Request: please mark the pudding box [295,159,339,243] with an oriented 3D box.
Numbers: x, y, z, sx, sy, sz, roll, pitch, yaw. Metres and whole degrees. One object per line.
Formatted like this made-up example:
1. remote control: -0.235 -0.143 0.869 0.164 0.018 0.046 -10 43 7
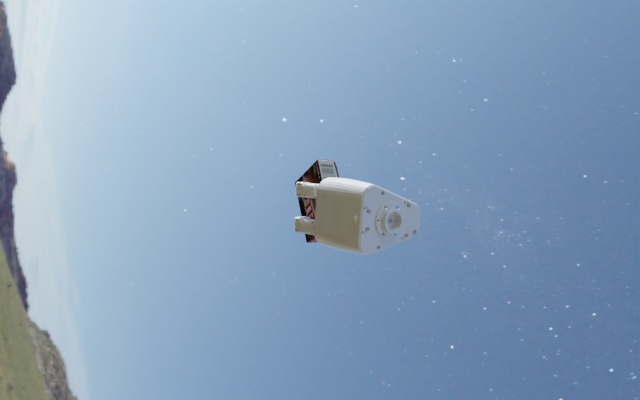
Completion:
1. pudding box: 0.000 0.003 0.776 0.039 0.113 0.090 2 -24 -30
